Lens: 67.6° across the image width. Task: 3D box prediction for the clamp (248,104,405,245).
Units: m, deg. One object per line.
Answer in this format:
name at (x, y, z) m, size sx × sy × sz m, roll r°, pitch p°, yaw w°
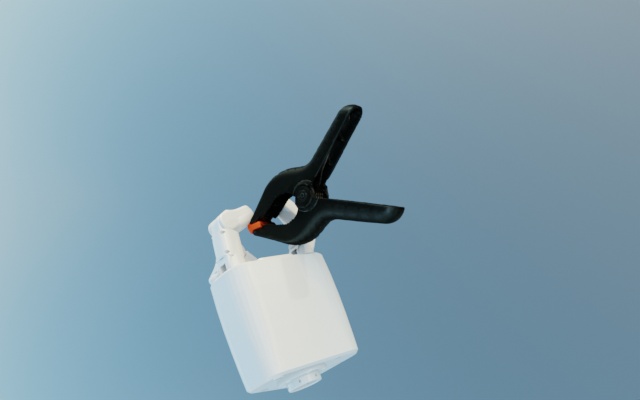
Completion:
clamp at (0.000, 0.001, 0.469) m, size 0.171 × 0.120 × 0.039 m, roll -41°, pitch -31°, yaw 28°
